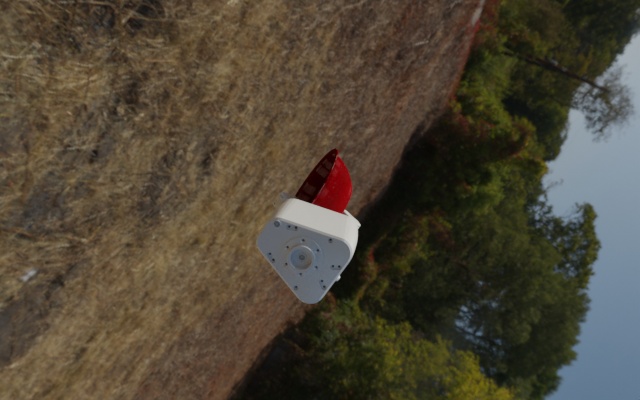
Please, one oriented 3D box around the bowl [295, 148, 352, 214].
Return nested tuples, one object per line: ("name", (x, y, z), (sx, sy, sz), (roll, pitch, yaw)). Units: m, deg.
("bowl", (0.001, 0.002, 0.728), (0.055, 0.162, 0.162), (32, -8, -12))
